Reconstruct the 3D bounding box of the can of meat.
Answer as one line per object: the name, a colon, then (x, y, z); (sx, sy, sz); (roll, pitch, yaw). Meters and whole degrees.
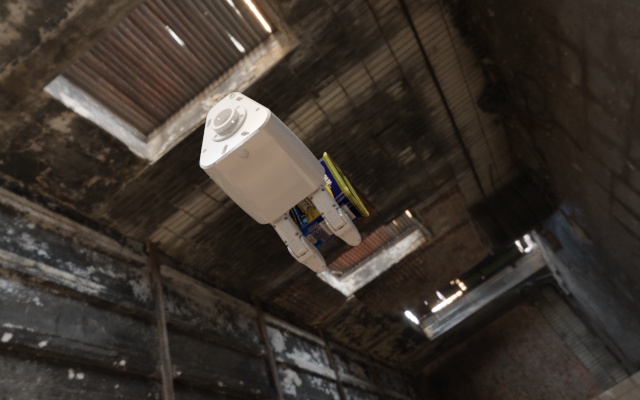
can of meat: (0.000, 0.002, 0.602); (0.084, 0.102, 0.057); (-36, -45, 7)
